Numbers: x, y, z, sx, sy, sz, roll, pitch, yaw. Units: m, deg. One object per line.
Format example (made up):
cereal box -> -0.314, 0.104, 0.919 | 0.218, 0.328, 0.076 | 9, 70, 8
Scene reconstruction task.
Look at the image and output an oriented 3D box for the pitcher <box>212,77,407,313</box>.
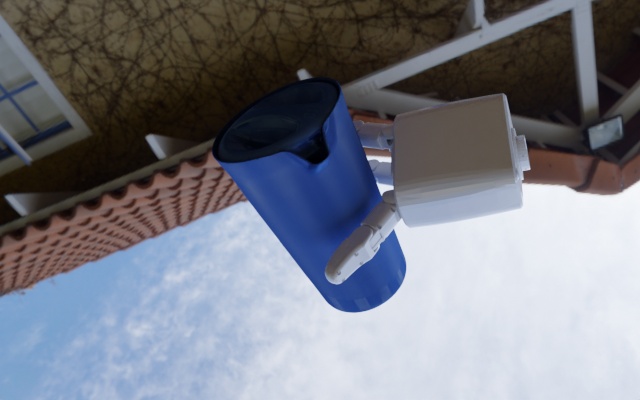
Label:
pitcher -> 0.000, 0.002, 0.511 | 0.145, 0.243, 0.149 | -10, 38, 26
